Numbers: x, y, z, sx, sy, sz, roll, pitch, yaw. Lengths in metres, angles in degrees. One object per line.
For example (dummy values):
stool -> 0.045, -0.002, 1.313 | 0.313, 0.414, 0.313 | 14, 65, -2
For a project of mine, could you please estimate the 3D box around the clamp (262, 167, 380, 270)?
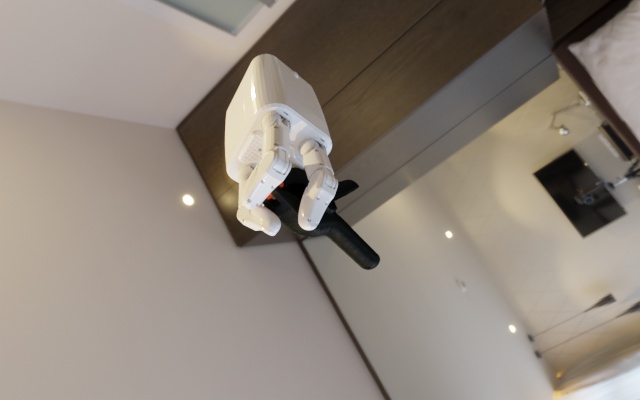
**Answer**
clamp -> 0.000, 0.002, 0.535 | 0.039, 0.120, 0.171 | -37, -47, 25
